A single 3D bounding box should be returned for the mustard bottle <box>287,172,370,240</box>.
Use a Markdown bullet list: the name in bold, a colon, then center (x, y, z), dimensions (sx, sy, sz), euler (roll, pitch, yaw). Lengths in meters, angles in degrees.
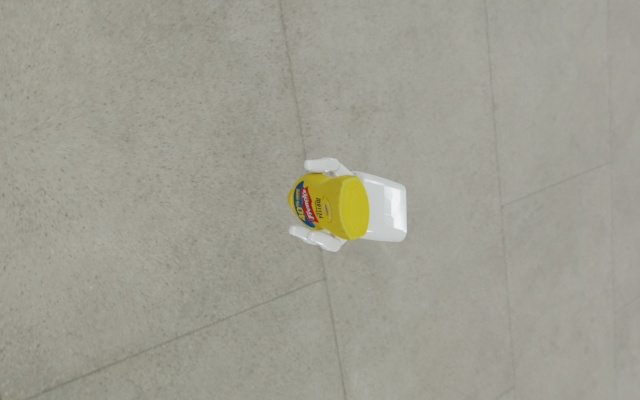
- **mustard bottle**: center (0.000, 0.003, 0.782), dimensions (0.058, 0.096, 0.191), euler (-17, 15, -31)
